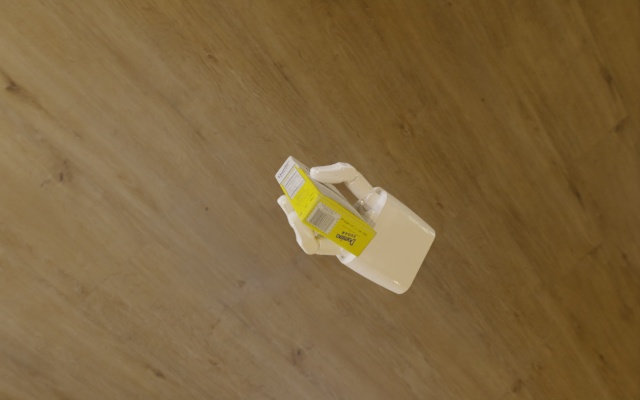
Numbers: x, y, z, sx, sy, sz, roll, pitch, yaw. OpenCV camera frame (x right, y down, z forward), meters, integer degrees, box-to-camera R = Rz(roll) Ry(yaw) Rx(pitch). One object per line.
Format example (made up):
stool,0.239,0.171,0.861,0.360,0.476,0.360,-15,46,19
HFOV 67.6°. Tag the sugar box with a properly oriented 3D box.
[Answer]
sugar box,0.000,0.003,0.636,0.093,0.048,0.176,34,5,-23
